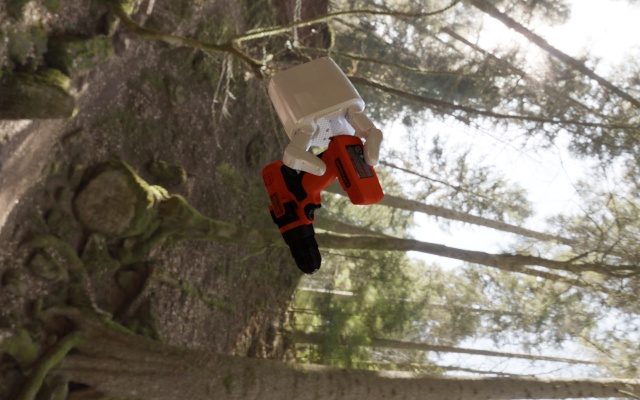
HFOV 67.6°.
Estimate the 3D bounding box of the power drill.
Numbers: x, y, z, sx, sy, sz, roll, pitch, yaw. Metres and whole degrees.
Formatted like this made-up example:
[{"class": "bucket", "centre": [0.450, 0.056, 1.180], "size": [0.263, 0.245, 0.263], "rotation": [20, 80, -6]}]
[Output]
[{"class": "power drill", "centre": [0.000, 0.002, 0.699], "size": [0.188, 0.184, 0.057], "rotation": [-29, -9, 40]}]
